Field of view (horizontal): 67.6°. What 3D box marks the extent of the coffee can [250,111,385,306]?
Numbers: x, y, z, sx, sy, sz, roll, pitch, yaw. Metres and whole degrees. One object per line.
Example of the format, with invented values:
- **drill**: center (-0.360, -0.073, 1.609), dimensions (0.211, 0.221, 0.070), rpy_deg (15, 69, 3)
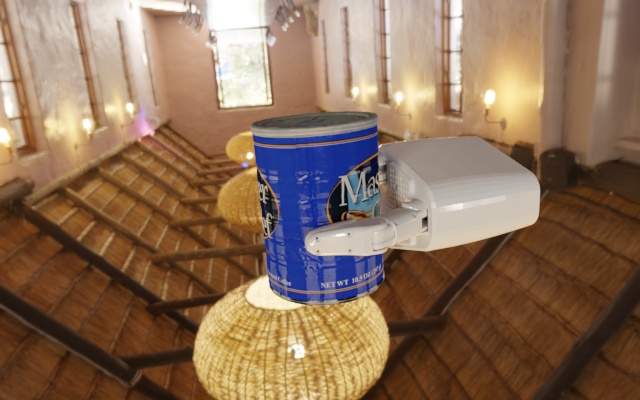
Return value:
- **coffee can**: center (0.000, 0.001, 0.402), dimensions (0.103, 0.140, 0.102), rpy_deg (-4, 16, 1)
